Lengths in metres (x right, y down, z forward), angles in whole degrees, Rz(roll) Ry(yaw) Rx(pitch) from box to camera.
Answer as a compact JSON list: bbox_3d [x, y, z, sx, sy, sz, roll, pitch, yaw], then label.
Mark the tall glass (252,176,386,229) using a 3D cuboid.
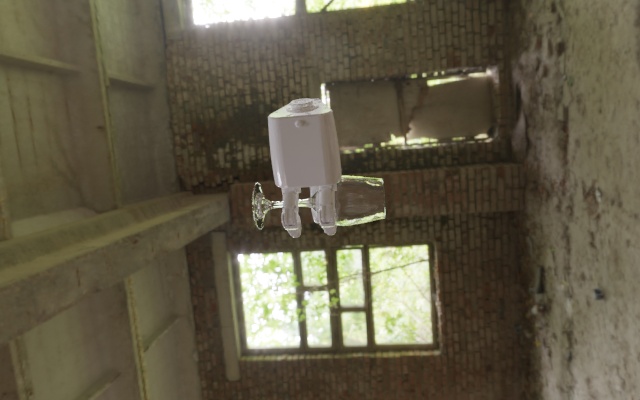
[{"bbox_3d":[-0.001,0.003,0.746,0.201,0.079,0.079,-3,-1,7],"label":"tall glass"}]
